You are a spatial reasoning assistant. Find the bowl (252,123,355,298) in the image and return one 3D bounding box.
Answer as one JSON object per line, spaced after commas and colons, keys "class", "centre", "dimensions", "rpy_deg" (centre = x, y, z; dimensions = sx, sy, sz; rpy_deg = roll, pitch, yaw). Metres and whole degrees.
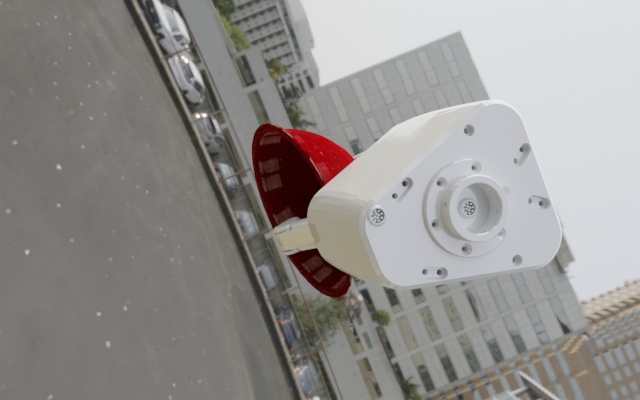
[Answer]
{"class": "bowl", "centre": [0.000, 0.001, 0.424], "dimensions": [0.055, 0.162, 0.162], "rpy_deg": [-25, 10, -24]}
